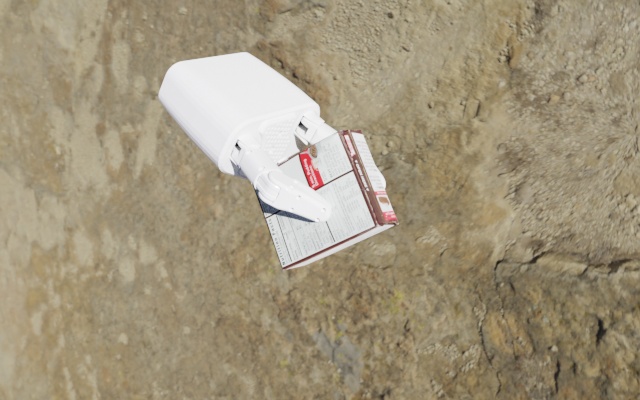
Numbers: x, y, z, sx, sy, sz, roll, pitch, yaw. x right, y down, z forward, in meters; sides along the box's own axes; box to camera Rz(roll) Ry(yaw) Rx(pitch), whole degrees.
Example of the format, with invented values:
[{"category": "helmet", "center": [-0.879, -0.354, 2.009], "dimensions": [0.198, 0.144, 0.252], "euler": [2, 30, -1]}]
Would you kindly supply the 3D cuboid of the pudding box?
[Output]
[{"category": "pudding box", "center": [0.000, 0.001, 0.420], "dimensions": [0.113, 0.090, 0.039], "euler": [-28, -12, 35]}]
